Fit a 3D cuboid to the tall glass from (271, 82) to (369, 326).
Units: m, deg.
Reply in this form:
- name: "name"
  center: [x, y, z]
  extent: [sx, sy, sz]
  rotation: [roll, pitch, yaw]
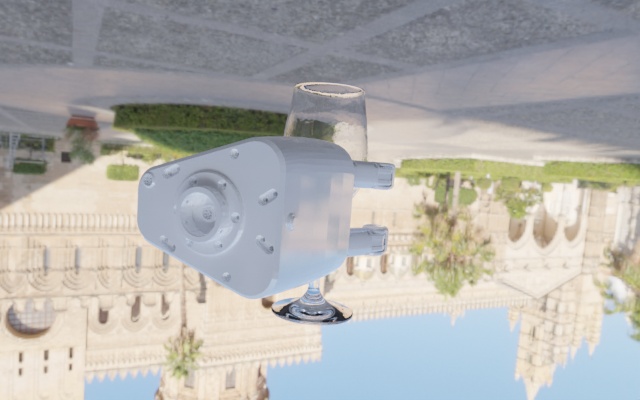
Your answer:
- name: "tall glass"
  center: [0.000, 0.002, 0.423]
  extent: [0.079, 0.201, 0.079]
  rotation: [5, 5, 0]
